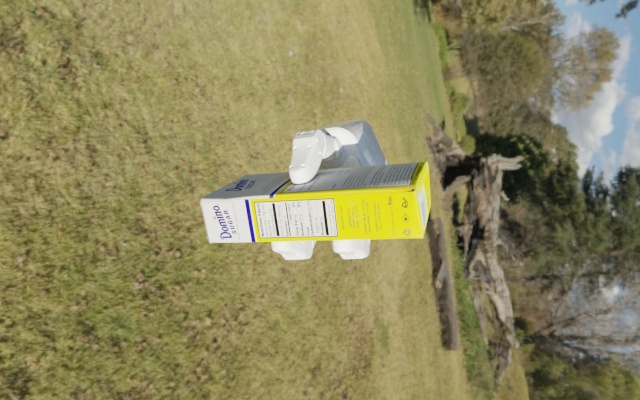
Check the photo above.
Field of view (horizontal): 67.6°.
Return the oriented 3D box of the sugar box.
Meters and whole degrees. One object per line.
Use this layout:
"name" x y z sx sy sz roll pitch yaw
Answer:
"sugar box" 0.000 0.002 0.405 0.176 0.048 0.093 -5 14 19
